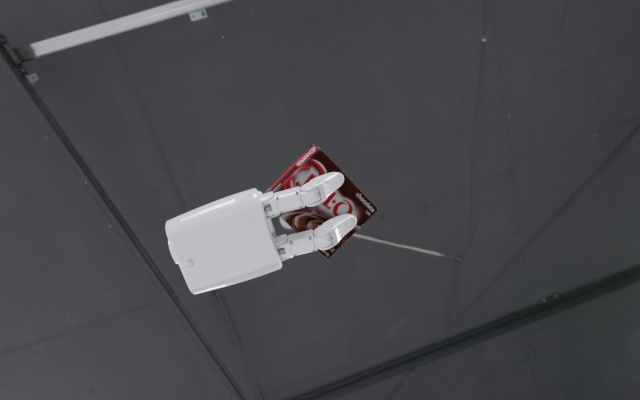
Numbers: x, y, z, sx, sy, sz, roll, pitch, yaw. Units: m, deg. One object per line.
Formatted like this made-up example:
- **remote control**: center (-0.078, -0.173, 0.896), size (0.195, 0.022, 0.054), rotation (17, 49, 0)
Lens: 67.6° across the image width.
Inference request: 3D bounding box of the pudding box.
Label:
- **pudding box**: center (0.000, 0.002, 0.582), size (0.113, 0.090, 0.039), rotation (44, 3, -23)
